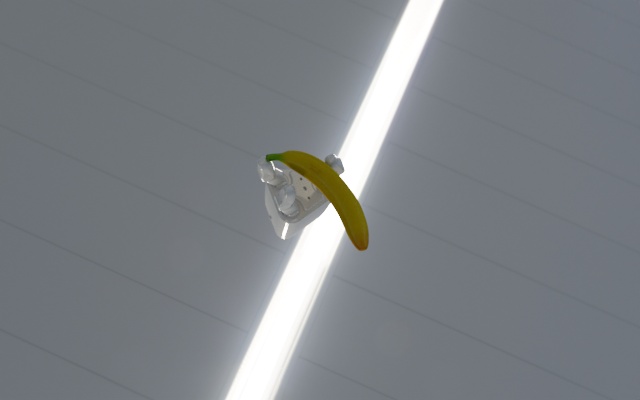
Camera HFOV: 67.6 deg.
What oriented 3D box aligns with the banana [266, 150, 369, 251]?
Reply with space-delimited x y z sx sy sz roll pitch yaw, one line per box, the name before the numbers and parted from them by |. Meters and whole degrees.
banana | 0.010 -0.012 0.703 0.069 0.198 0.037 -43 -8 -25
